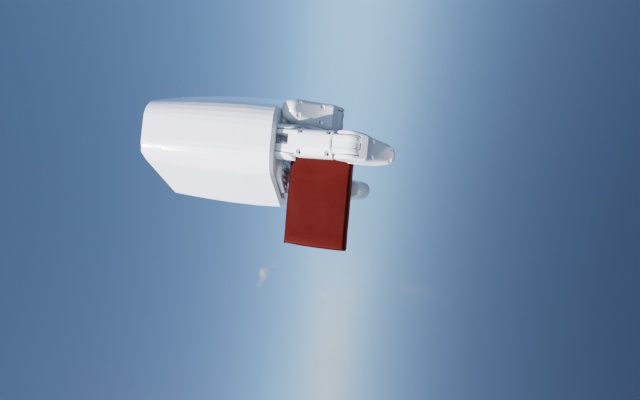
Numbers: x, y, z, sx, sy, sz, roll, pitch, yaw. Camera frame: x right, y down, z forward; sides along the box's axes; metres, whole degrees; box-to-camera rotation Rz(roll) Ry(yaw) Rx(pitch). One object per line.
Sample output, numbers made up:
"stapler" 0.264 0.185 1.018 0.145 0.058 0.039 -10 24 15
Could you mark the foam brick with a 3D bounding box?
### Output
"foam brick" 0.000 0.002 0.410 0.051 0.078 0.053 5 -3 4
